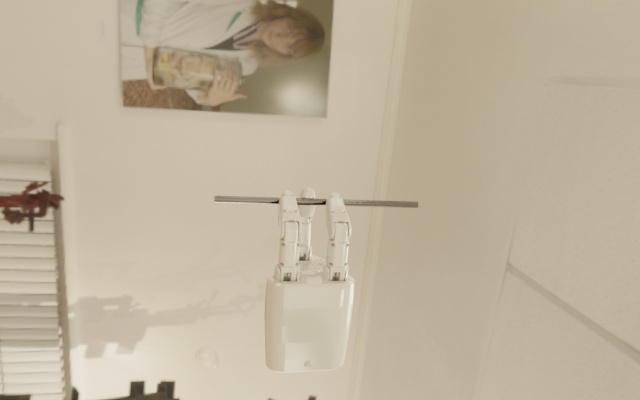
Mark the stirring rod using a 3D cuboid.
[{"bbox_3d":[0.000,0.002,0.553,0.239,0.011,0.011,2,0,-13],"label":"stirring rod"}]
